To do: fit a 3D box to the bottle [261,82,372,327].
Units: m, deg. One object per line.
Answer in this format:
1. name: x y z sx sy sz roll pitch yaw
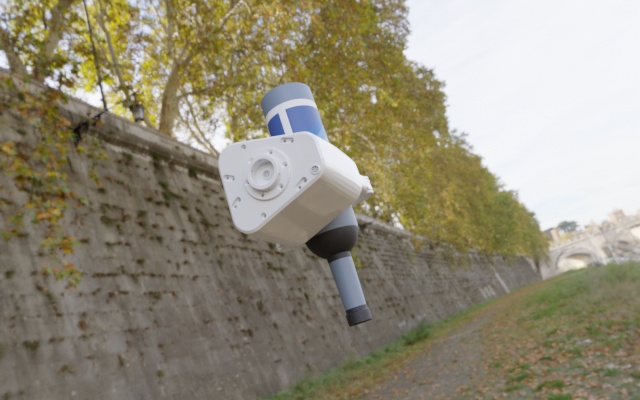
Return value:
1. bottle: 0.000 0.002 0.570 0.069 0.295 0.069 -17 -16 -5
